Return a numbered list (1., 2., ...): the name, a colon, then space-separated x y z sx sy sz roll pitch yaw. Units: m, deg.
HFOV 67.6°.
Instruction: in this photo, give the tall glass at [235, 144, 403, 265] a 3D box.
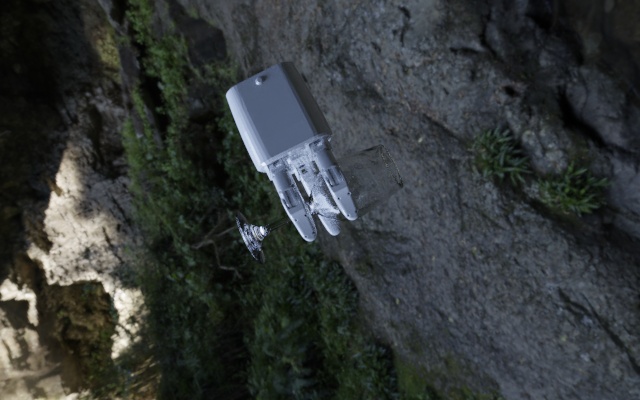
1. tall glass: 0.000 0.002 0.596 0.201 0.079 0.079 -27 0 1
